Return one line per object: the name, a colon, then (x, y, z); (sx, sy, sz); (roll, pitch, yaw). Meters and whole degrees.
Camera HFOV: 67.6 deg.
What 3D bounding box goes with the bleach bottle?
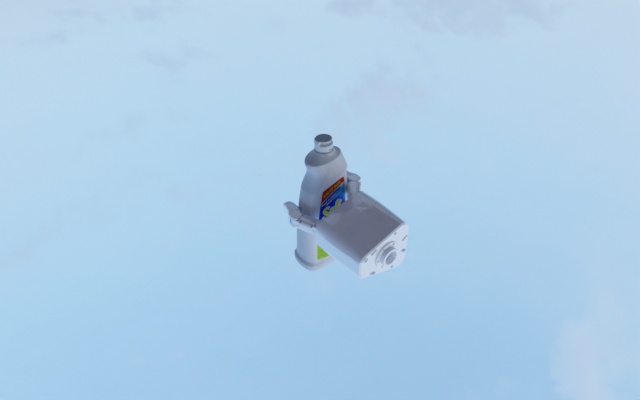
bleach bottle: (0.000, 0.003, 0.834); (0.102, 0.251, 0.068); (-26, 44, -28)
